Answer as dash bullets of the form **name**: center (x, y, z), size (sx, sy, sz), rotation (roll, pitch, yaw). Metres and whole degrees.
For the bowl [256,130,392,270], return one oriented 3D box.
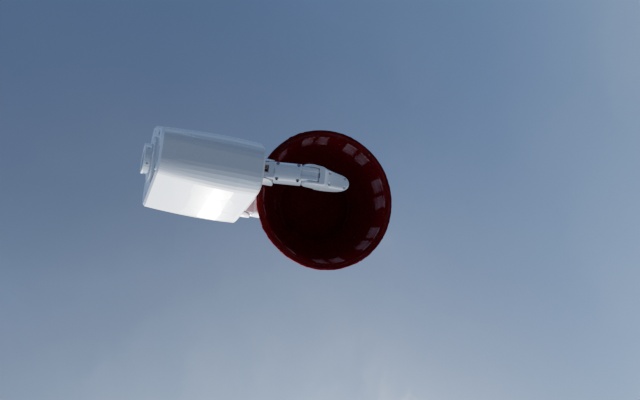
- **bowl**: center (0.001, 0.002, 0.566), size (0.162, 0.162, 0.055), rotation (0, -9, -16)
